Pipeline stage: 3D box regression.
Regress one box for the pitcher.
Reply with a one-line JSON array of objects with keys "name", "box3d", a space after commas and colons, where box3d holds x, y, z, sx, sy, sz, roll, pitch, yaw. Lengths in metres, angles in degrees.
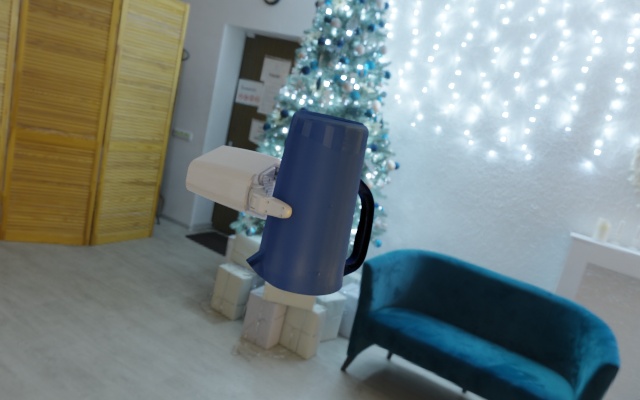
[{"name": "pitcher", "box3d": [0.000, 0.002, 0.683, 0.145, 0.243, 0.149, 16, 12, 17]}]
